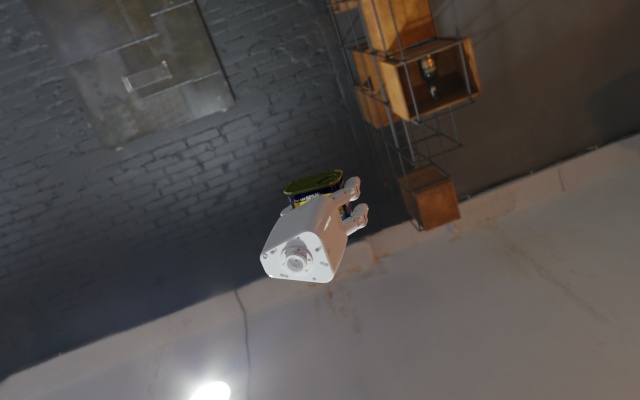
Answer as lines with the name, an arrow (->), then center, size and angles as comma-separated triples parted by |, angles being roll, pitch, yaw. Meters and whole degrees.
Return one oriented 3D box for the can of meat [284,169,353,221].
can of meat -> 0.000, 0.003, 0.821 | 0.102, 0.084, 0.057 | -13, 23, 16
